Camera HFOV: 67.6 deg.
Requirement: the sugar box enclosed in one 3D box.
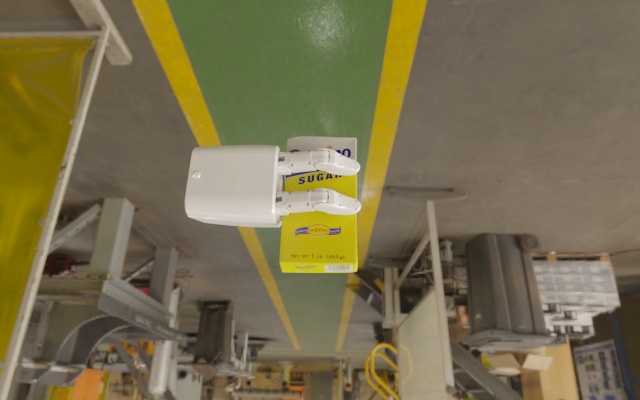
[{"bbox_3d":[0.000,0.002,0.603,0.093,0.176,0.048,1,-24,1],"label":"sugar box"}]
